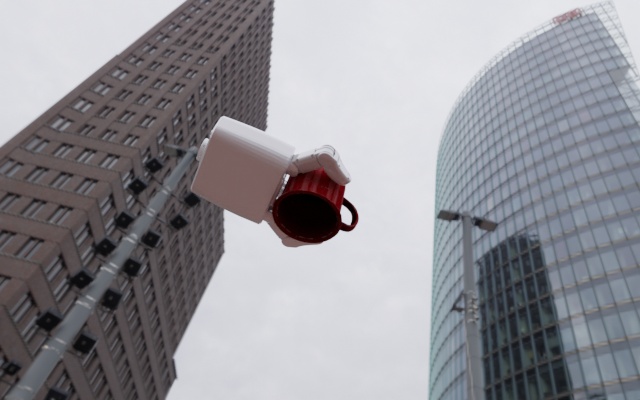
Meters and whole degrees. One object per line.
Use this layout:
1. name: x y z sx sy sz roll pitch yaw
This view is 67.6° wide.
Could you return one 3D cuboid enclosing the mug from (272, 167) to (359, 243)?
1. mug: 0.001 0.003 0.650 0.117 0.093 0.081 25 41 -8
